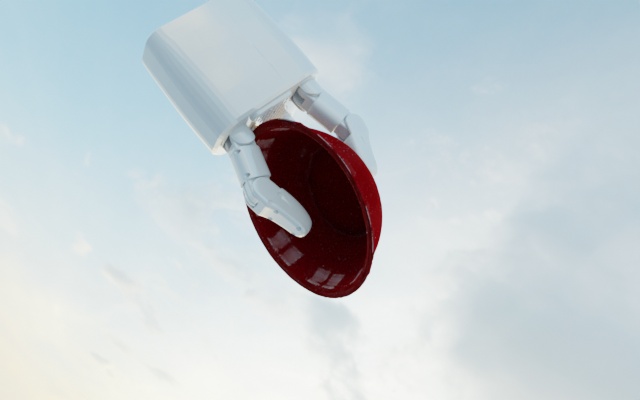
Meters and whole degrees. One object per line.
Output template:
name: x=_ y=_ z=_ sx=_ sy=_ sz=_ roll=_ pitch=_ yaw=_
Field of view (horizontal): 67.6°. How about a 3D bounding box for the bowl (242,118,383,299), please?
bowl: x=0.001 y=0.002 z=0.418 sx=0.055 sy=0.162 sz=0.162 roll=-26 pitch=17 yaw=-37
